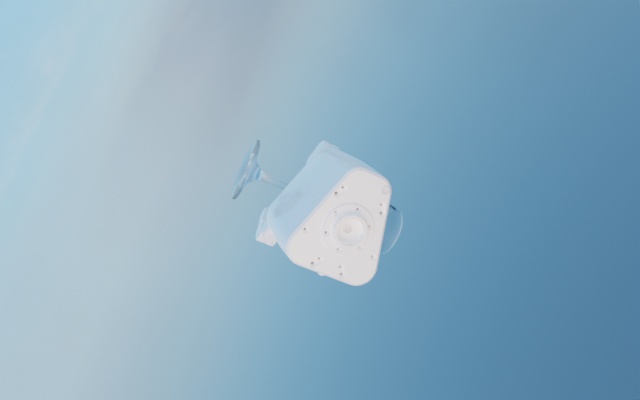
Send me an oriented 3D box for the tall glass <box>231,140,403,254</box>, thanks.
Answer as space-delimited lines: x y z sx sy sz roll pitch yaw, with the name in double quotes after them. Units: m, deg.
-0.001 0.002 0.577 0.201 0.079 0.079 23 -8 -19 "tall glass"
